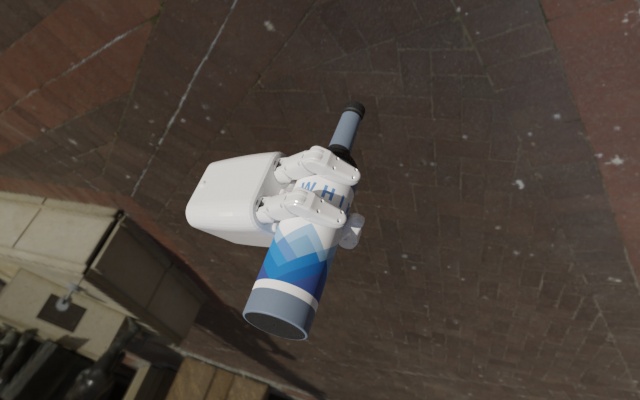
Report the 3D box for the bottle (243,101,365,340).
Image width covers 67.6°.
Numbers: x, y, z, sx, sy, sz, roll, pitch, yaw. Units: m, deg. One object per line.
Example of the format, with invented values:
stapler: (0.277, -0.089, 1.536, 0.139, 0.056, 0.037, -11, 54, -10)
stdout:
bottle: (0.000, 0.002, 0.531, 0.069, 0.295, 0.069, 15, -31, 9)
